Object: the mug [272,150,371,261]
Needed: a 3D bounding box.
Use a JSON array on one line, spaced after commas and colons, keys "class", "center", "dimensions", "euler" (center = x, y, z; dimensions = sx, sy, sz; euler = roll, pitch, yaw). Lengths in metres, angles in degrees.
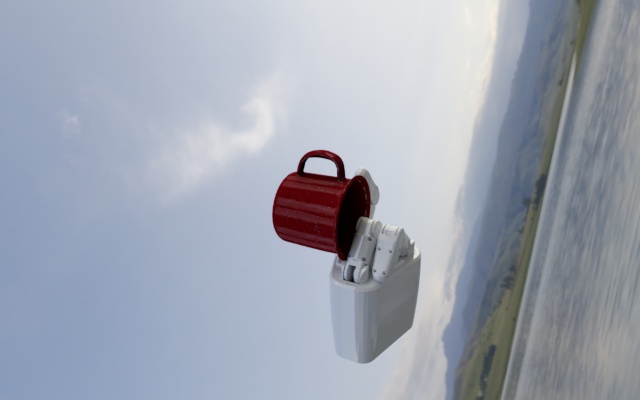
[{"class": "mug", "center": [0.000, 0.000, 0.520], "dimensions": [0.081, 0.117, 0.093], "euler": [10, 27, 26]}]
